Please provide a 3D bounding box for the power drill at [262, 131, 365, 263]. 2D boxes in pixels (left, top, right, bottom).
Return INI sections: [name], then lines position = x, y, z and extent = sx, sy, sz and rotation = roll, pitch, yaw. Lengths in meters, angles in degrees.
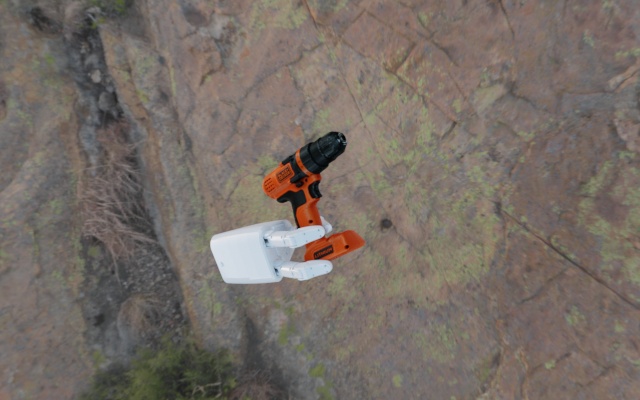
[power drill]
position = 0.000, 0.003, 0.776
extent = 0.184, 0.187, 0.057
rotation = -32, -14, 38
